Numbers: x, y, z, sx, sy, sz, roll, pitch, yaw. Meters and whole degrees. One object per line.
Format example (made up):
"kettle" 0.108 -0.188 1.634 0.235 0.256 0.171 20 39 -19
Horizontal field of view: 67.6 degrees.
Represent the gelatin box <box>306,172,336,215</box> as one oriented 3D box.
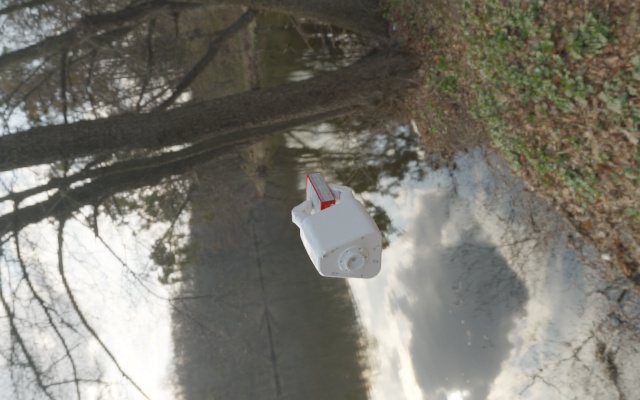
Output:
"gelatin box" 0.000 0.003 0.882 0.030 0.073 0.089 -12 43 -16
